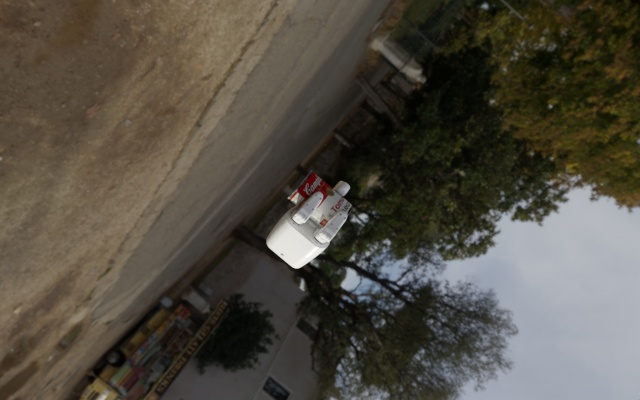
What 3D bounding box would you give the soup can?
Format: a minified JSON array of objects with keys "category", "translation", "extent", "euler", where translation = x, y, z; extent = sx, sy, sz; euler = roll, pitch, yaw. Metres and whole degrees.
[{"category":"soup can","translation":[0.001,0.003,0.876],"extent":[0.102,0.068,0.068],"euler":[40,-3,-4]}]
